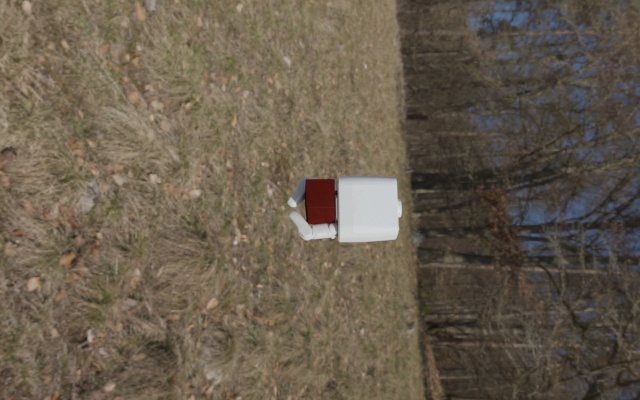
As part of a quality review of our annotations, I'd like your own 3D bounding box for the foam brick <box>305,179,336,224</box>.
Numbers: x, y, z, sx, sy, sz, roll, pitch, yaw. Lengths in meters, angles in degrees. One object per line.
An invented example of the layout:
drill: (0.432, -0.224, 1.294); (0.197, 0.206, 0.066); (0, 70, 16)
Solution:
foam brick: (0.000, 0.003, 0.827); (0.051, 0.053, 0.078); (0, -25, 1)
